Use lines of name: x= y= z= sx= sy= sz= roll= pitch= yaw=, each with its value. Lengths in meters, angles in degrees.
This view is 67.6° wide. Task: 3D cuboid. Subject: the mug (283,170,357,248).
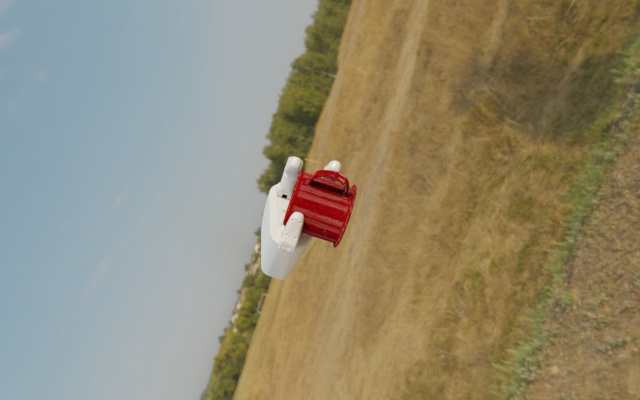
mug: x=0.000 y=0.001 z=0.657 sx=0.081 sy=0.093 sz=0.117 roll=18 pitch=-41 yaw=-4
